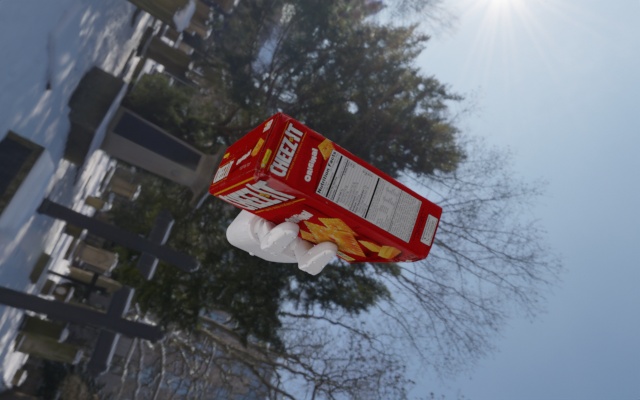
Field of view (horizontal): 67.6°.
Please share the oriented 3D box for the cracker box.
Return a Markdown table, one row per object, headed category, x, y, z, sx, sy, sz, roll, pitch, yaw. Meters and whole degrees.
| category | x | y | z | sx | sy | sz | roll | pitch | yaw |
| --- | --- | --- | --- | --- | --- | --- | --- | --- | --- |
| cracker box | 0.000 | 0.002 | 0.541 | 0.214 | 0.072 | 0.164 | 28 | -19 | -22 |
